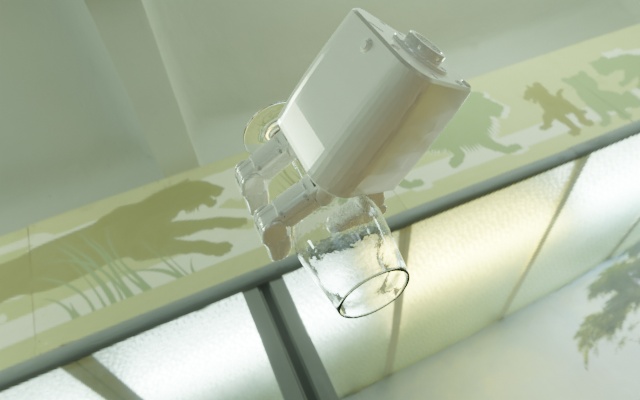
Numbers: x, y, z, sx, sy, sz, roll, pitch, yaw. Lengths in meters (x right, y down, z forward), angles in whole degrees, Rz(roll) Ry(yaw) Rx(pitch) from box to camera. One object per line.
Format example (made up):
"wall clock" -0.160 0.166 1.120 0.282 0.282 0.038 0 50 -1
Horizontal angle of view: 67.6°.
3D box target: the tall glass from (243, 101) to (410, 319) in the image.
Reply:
"tall glass" 0.000 0.001 0.417 0.079 0.201 0.079 -19 -36 -15
